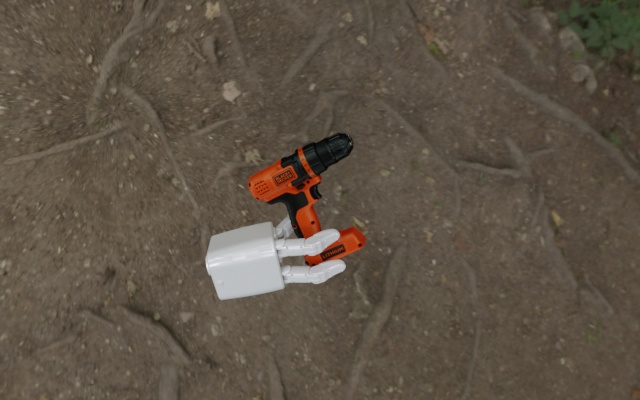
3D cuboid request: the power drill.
[{"bbox_3d":[0.000,0.003,0.774,0.184,0.188,0.057,-25,11,15],"label":"power drill"}]
